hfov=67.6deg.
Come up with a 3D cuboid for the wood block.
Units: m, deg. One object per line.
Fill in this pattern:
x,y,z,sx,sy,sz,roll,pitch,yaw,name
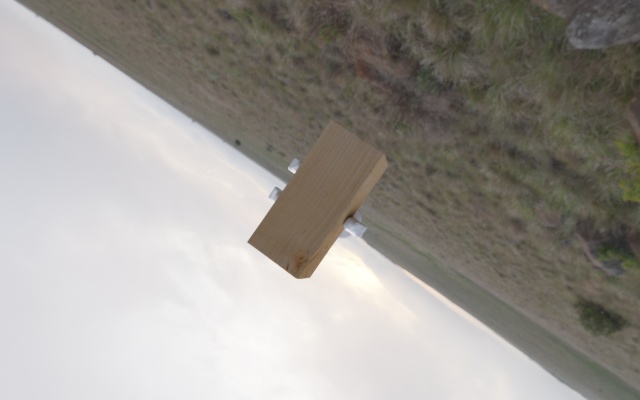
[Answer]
0.000,0.003,0.687,0.091,0.206,0.090,34,0,14,wood block
